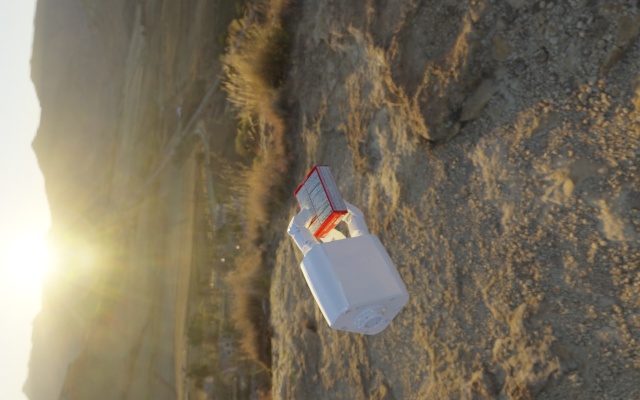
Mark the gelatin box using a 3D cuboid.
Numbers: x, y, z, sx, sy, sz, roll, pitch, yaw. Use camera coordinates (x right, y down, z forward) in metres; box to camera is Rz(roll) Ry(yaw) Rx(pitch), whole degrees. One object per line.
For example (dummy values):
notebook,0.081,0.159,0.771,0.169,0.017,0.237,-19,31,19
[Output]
gelatin box,0.000,0.002,0.730,0.030,0.089,0.073,-2,-34,-35
